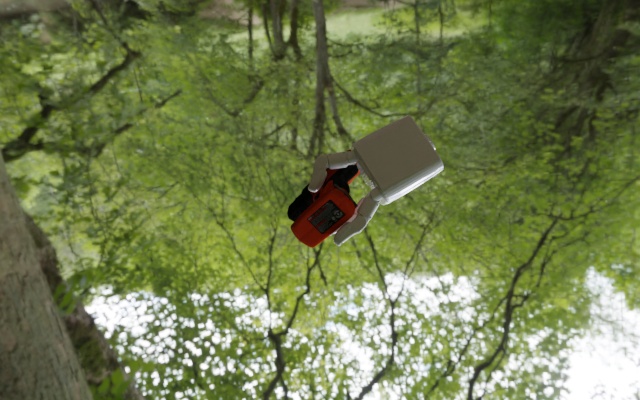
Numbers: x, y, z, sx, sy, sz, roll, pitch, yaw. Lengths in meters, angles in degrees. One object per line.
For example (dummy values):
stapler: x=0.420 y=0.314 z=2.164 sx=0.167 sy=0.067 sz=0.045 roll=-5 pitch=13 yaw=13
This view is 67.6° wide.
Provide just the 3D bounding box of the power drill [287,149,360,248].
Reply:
power drill: x=0.000 y=0.003 z=0.814 sx=0.184 sy=0.057 sz=0.187 roll=-43 pitch=14 yaw=21
